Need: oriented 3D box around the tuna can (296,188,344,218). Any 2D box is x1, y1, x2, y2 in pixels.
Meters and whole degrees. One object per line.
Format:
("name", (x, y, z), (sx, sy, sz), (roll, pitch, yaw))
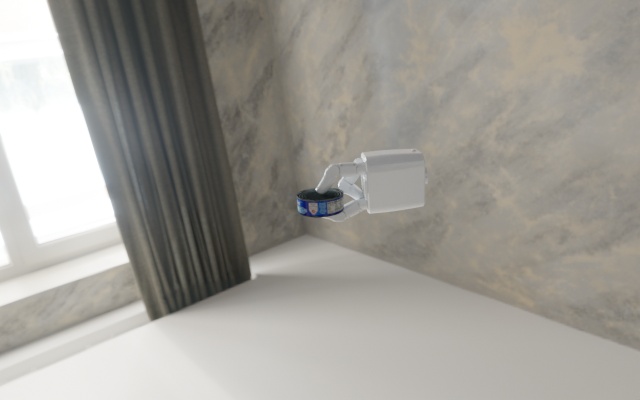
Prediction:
("tuna can", (0.000, 0.003, 0.868), (0.086, 0.034, 0.086), (-3, 16, 1))
